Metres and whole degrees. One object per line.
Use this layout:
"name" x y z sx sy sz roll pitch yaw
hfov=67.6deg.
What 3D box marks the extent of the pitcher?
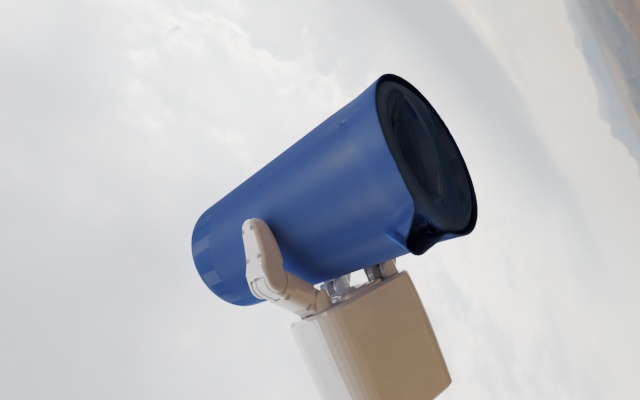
"pitcher" 0.000 0.002 0.423 0.243 0.145 0.149 -28 -6 34
